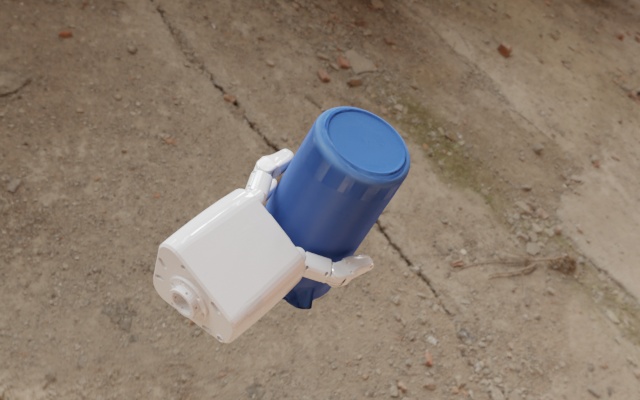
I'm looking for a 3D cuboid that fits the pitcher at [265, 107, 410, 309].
[{"bbox_3d":[0.000,0.002,0.567,0.145,0.149,0.243,-41,-12,-42],"label":"pitcher"}]
